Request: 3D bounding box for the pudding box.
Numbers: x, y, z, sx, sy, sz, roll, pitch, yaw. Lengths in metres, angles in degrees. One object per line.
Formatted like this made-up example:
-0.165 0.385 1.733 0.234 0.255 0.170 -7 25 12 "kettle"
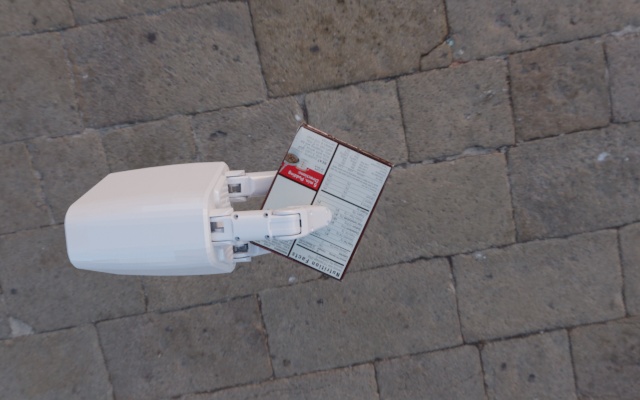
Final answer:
0.000 0.001 0.414 0.090 0.113 0.039 24 6 -3 "pudding box"
